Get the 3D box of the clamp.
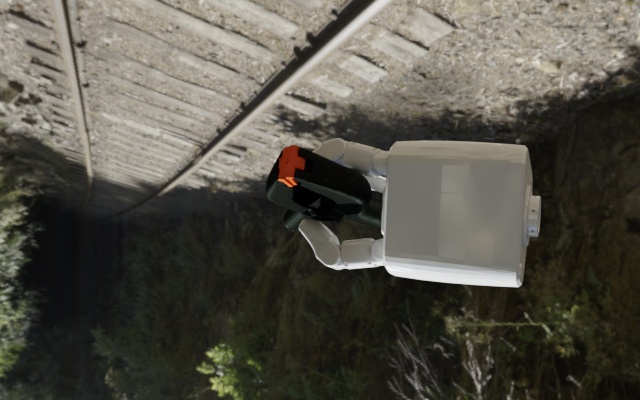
[{"bbox_3d":[0.000,0.002,0.457,0.164,0.036,0.210,-1,-17,27],"label":"clamp"}]
